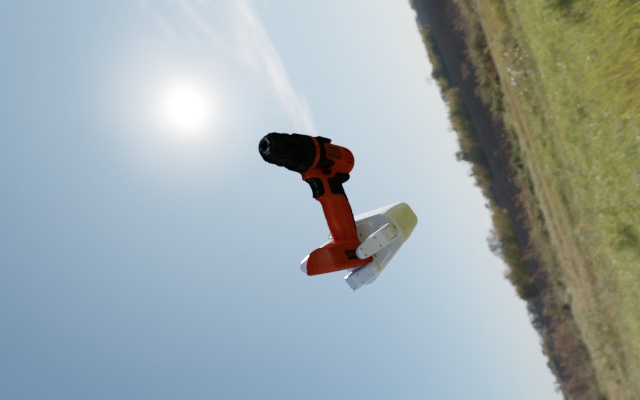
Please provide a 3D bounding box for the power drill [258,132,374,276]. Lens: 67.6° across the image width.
[{"bbox_3d":[0.000,0.003,0.637,0.057,0.187,0.184,-20,-13,35],"label":"power drill"}]
